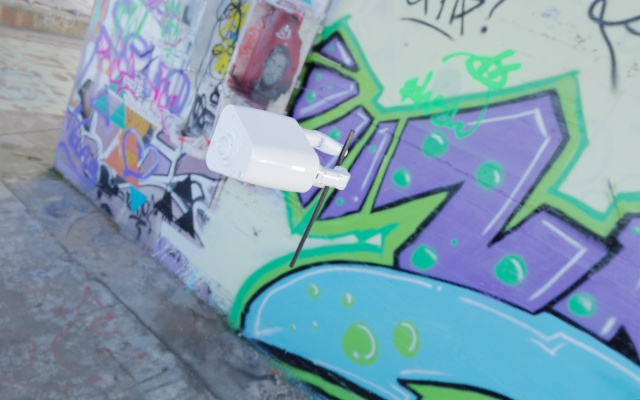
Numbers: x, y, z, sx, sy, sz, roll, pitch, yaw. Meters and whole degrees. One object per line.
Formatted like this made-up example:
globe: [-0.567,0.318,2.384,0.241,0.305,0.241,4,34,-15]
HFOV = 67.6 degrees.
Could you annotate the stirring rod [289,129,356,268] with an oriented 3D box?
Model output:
stirring rod: [0.000,0.002,0.732,0.011,0.239,0.011,22,18,-8]
